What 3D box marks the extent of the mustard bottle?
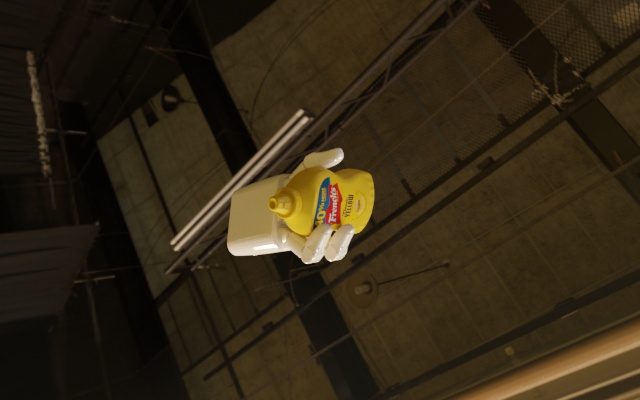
[{"bbox_3d":[0.001,0.002,0.663,0.058,0.096,0.191,19,12,37],"label":"mustard bottle"}]
